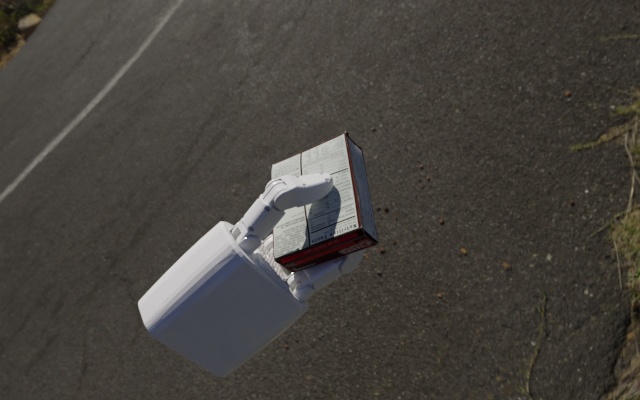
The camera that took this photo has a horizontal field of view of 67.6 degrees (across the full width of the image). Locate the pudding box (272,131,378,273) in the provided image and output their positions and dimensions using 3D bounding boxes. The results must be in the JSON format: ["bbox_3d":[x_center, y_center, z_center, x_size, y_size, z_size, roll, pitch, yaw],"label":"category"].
[{"bbox_3d":[0.000,0.001,0.447,0.090,0.113,0.039,-21,-35,21],"label":"pudding box"}]
